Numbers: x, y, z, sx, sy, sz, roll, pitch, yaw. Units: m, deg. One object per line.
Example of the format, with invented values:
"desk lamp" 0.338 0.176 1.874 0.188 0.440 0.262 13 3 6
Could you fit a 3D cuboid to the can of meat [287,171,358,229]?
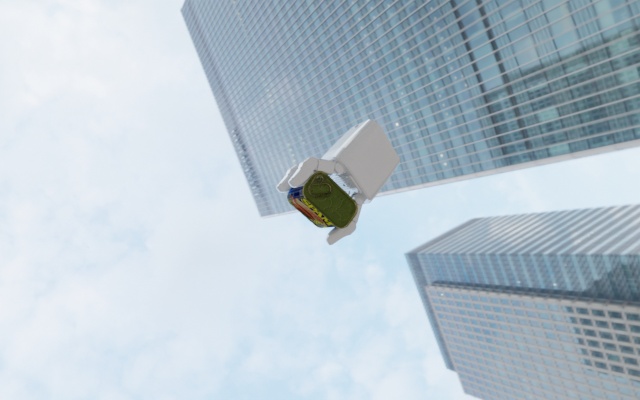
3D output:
"can of meat" 0.000 0.003 0.816 0.102 0.057 0.084 43 -20 -16
